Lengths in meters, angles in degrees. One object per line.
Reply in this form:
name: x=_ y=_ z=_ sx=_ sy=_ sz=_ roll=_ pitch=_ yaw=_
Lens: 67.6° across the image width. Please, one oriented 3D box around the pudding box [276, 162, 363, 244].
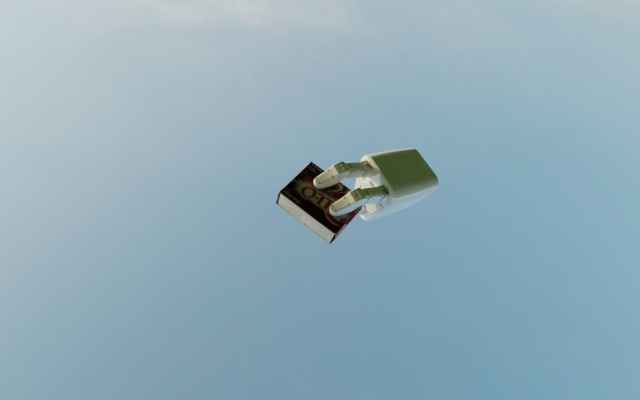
pudding box: x=0.000 y=0.003 z=0.761 sx=0.113 sy=0.039 sz=0.090 roll=35 pitch=51 yaw=11
